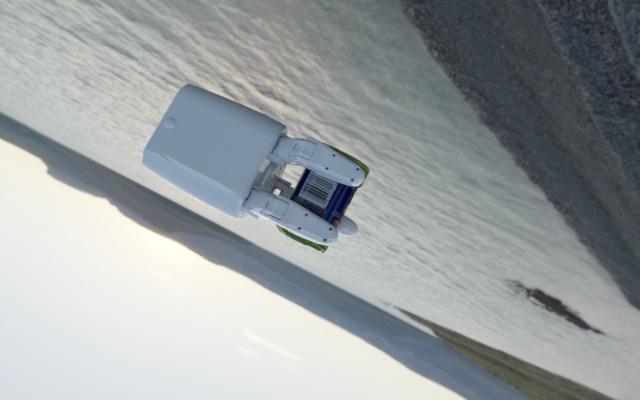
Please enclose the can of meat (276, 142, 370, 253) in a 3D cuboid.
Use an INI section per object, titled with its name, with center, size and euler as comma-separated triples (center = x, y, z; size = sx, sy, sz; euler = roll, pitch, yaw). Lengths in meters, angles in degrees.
[can of meat]
center = 0.000, 0.002, 0.459
size = 0.057, 0.084, 0.102
euler = 27, -8, 3
